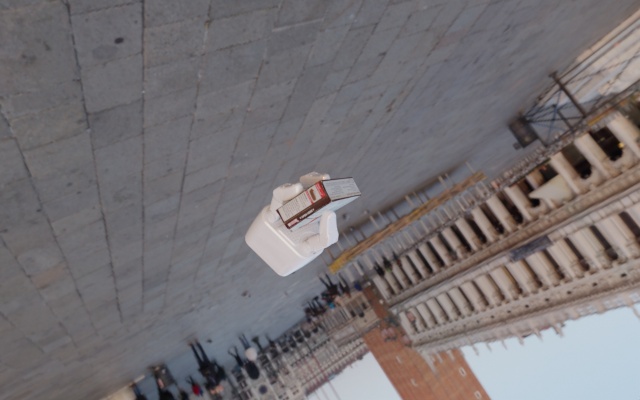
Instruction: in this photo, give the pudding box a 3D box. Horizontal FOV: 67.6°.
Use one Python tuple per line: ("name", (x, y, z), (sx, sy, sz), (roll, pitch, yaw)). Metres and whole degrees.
("pudding box", (0.000, 0.003, 0.725), (0.090, 0.039, 0.113), (-34, -9, 26))
